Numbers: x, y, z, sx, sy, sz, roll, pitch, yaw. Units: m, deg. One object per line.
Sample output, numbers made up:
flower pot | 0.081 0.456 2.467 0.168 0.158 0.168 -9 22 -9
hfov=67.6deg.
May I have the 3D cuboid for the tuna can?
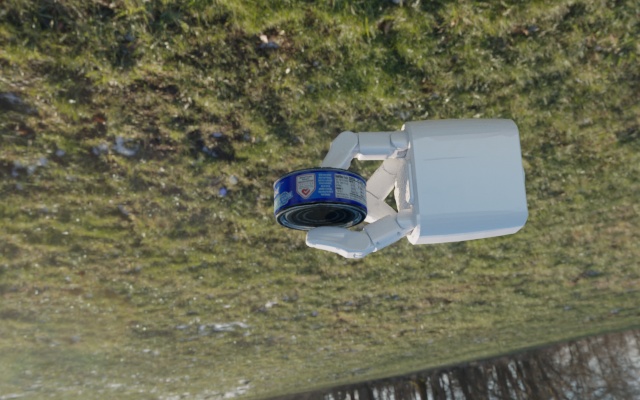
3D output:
tuna can | 0.000 0.002 0.435 0.086 0.033 0.086 -2 -20 -1
